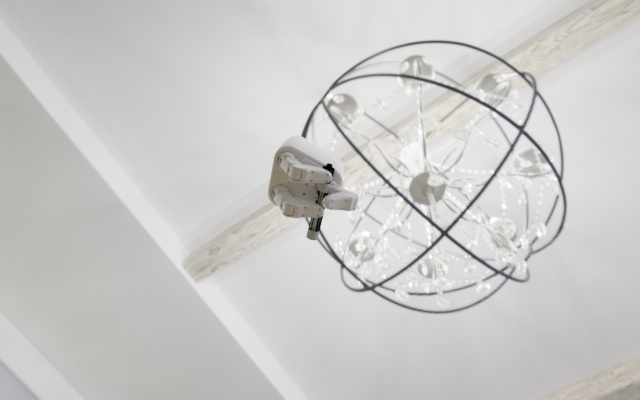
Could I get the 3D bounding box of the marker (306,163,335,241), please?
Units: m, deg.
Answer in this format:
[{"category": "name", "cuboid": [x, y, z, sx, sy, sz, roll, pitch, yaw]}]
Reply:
[{"category": "marker", "cuboid": [0.000, 0.002, 0.712, 0.020, 0.121, 0.020, 12, 20, -4]}]
